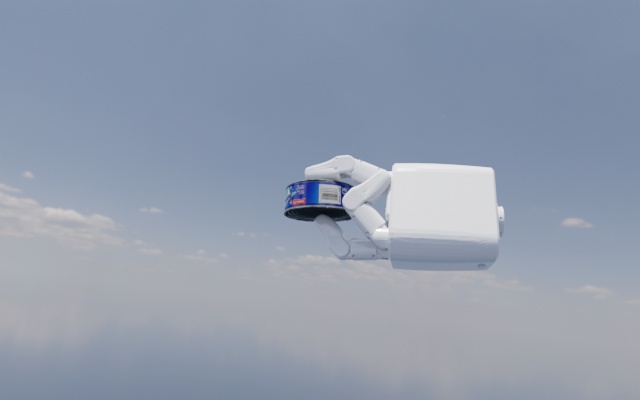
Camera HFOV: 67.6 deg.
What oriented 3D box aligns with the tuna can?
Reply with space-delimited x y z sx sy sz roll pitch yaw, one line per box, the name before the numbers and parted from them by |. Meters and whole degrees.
tuna can | 0.000 0.001 0.567 0.086 0.033 0.086 1 -14 0
